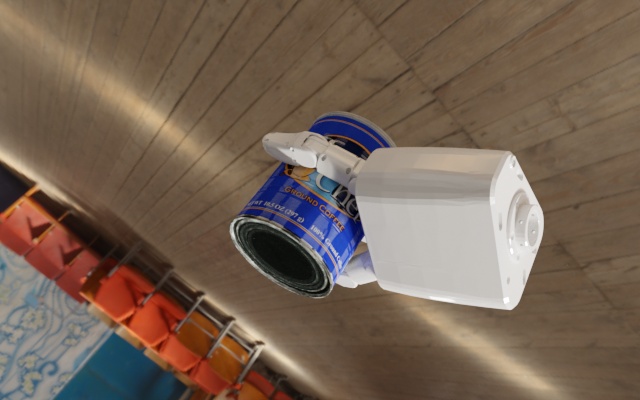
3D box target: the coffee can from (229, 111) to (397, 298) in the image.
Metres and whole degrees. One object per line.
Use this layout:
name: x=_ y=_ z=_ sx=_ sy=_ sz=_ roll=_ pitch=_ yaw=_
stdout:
coffee can: x=0.000 y=0.001 z=0.436 sx=0.103 sy=0.103 sz=0.140 roll=0 pitch=44 yaw=44
